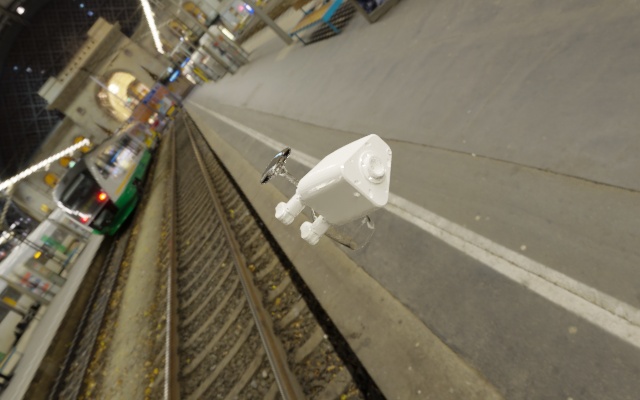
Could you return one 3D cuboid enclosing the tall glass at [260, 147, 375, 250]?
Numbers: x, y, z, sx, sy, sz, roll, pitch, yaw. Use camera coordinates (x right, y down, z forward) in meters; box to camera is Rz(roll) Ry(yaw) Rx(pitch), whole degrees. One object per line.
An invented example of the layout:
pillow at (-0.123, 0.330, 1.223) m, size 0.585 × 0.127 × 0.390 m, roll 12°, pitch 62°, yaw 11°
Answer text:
tall glass at (0.000, 0.002, 0.794) m, size 0.201 × 0.079 × 0.079 m, roll 39°, pitch -16°, yaw -21°
